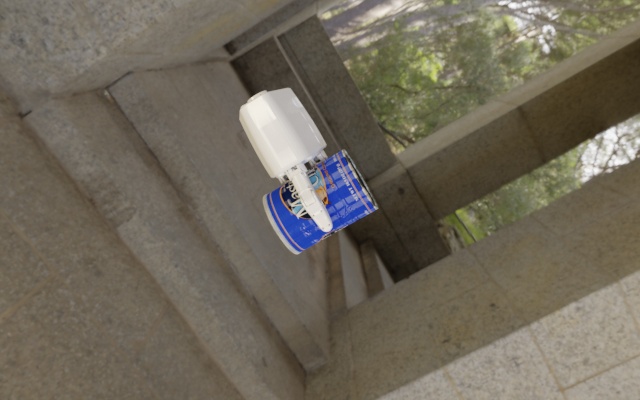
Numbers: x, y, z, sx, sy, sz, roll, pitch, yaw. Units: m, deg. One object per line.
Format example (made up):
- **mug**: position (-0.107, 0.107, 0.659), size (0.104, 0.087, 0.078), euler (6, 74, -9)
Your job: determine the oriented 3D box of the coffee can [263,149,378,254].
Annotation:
- **coffee can**: position (0.000, 0.003, 0.712), size (0.140, 0.103, 0.103), euler (-30, -5, 9)
